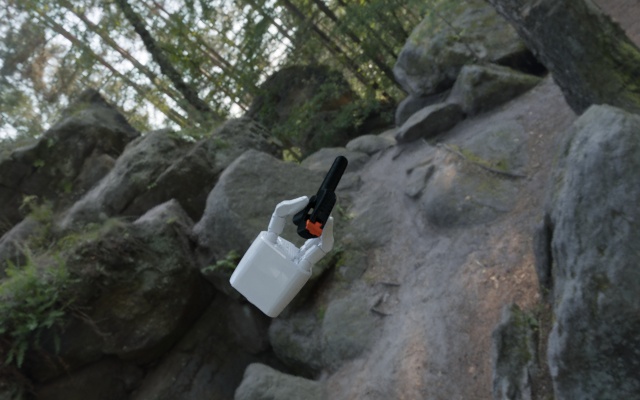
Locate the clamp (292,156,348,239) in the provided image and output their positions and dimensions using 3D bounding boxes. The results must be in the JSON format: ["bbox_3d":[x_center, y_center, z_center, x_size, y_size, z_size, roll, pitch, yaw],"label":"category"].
[{"bbox_3d":[-0.001,0.003,0.828,0.036,0.164,0.210,33,11,-9],"label":"clamp"}]
